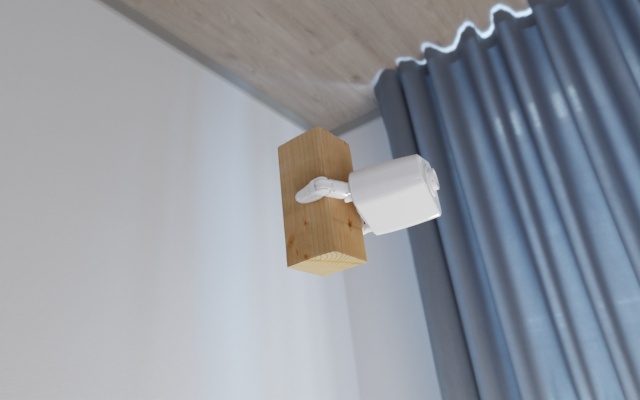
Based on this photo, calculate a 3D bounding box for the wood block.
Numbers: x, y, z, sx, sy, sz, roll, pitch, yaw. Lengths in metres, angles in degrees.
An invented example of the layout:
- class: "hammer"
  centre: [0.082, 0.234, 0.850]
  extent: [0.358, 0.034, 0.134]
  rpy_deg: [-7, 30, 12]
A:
- class: "wood block"
  centre: [0.000, 0.002, 0.750]
  extent: [0.090, 0.206, 0.091]
  rpy_deg: [-23, -29, 32]
